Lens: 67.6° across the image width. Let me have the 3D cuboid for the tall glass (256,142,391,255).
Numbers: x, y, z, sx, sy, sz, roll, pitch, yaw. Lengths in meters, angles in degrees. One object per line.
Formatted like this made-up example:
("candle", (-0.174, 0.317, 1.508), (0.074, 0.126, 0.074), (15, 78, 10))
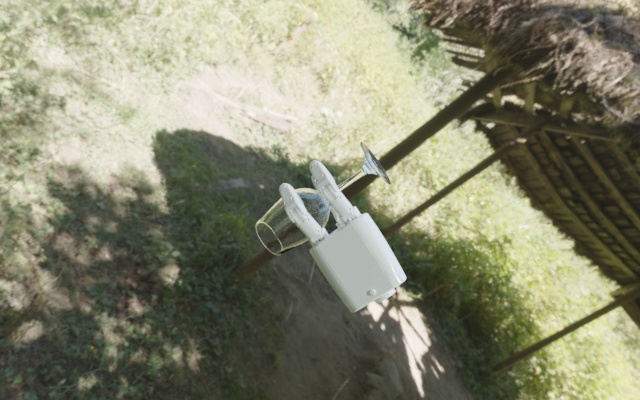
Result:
("tall glass", (0.001, 0.002, 0.701), (0.201, 0.079, 0.079), (-35, -10, 14))
